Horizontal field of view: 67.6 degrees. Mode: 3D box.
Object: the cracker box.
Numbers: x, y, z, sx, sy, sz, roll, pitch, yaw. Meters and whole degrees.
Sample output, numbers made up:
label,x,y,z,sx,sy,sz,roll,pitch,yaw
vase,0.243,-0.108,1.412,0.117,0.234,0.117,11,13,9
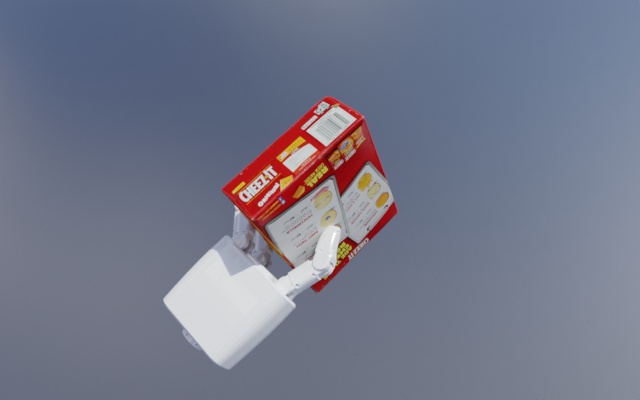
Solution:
label,x,y,z,sx,sy,sz,roll,pitch,yaw
cracker box,0.000,0.002,0.592,0.072,0.164,0.214,40,-11,34
